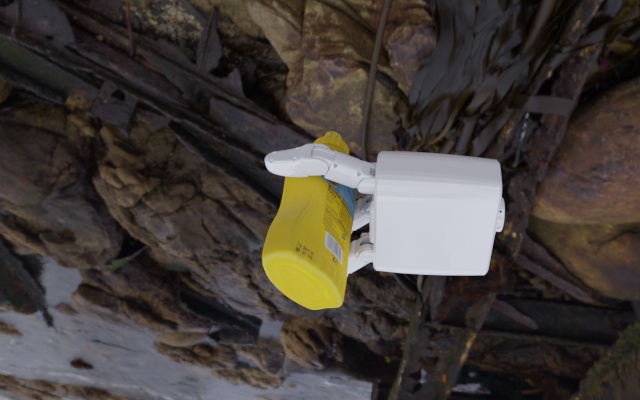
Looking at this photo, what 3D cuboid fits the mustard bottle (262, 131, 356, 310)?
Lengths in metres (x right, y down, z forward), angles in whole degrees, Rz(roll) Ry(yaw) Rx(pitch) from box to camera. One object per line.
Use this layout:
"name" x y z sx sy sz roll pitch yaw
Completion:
"mustard bottle" 0.000 0.002 0.470 0.058 0.191 0.096 -14 -45 28
